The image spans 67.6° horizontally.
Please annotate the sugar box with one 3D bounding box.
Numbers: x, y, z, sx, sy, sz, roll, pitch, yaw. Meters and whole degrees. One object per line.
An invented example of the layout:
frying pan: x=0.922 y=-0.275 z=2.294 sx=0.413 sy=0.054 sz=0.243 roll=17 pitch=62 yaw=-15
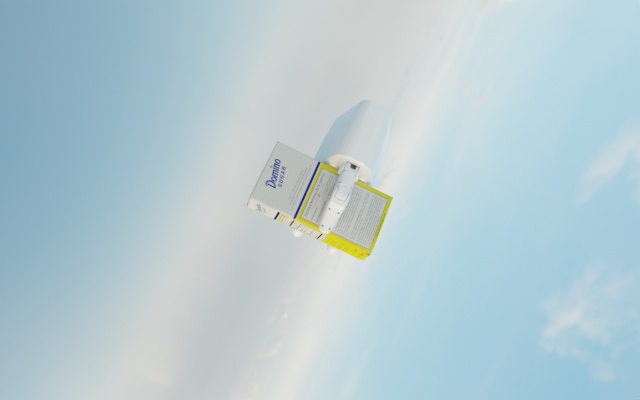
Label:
sugar box: x=0.000 y=0.002 z=0.644 sx=0.176 sy=0.093 sz=0.048 roll=25 pitch=-23 yaw=-3
